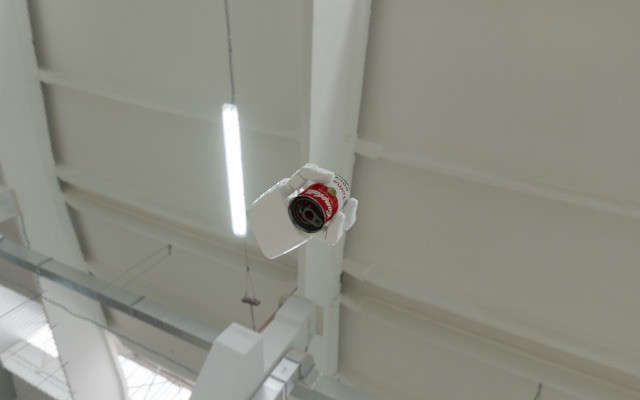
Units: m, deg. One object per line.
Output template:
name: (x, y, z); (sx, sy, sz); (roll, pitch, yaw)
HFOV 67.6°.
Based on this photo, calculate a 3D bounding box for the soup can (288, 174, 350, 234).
soup can: (0.001, 0.002, 0.802); (0.068, 0.068, 0.102); (0, 24, 30)
